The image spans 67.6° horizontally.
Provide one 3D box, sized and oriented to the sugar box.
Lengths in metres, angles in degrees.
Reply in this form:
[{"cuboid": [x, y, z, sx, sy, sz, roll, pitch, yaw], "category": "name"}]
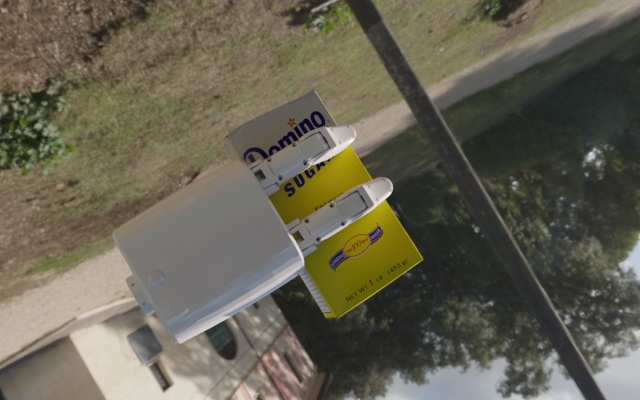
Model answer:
[{"cuboid": [0.000, 0.001, 0.412, 0.093, 0.176, 0.048, -31, -3, -19], "category": "sugar box"}]
